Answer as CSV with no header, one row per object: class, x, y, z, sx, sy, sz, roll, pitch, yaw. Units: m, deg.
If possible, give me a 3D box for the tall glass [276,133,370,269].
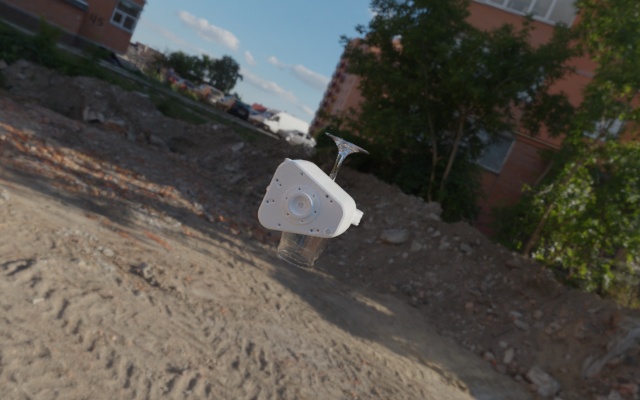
tall glass,0.000,0.002,0.737,0.079,0.201,0.079,24,6,-3
